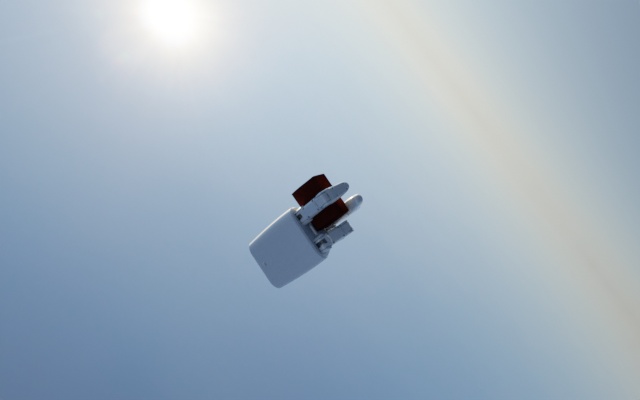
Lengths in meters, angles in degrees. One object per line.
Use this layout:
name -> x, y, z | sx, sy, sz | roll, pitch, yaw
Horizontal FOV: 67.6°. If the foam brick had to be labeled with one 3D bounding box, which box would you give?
foam brick -> 0.000, 0.002, 0.789 | 0.051, 0.078, 0.053 | -38, -8, 21
